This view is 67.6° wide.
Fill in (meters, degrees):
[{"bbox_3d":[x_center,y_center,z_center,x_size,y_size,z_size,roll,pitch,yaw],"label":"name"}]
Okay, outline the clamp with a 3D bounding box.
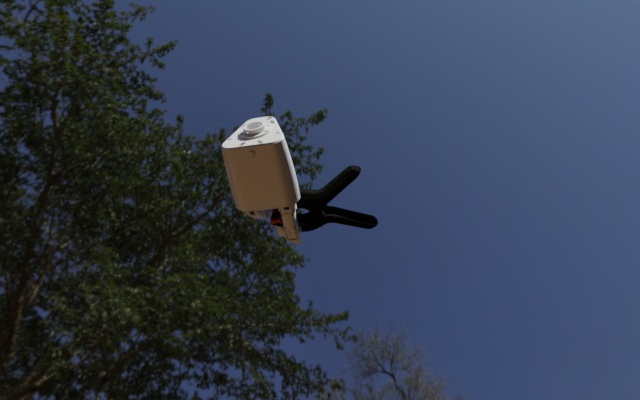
[{"bbox_3d":[0.000,0.002,0.751,0.171,0.120,0.039,-6,32,7],"label":"clamp"}]
